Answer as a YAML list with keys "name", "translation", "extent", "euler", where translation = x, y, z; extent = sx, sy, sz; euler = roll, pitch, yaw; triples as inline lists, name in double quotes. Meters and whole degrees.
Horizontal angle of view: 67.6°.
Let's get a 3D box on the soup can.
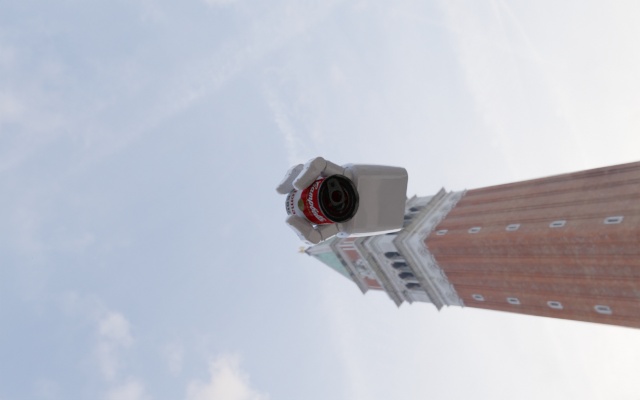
- name: "soup can"
  translation: [0.000, 0.002, 0.698]
  extent: [0.068, 0.068, 0.102]
  euler: [0, -6, -31]
